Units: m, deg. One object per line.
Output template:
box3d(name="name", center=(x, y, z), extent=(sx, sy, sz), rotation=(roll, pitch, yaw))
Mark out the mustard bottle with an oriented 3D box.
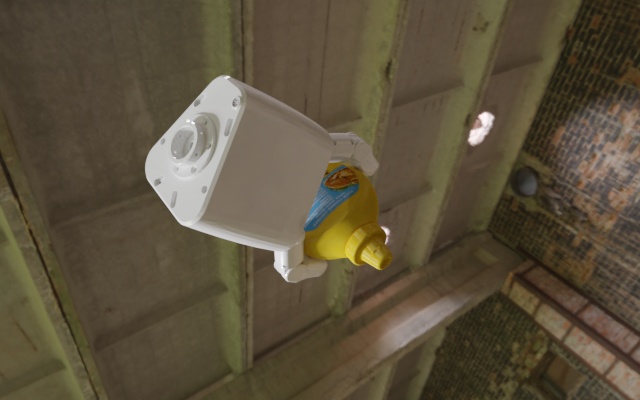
box3d(name="mustard bottle", center=(0.000, 0.002, 0.473), extent=(0.191, 0.096, 0.058), rotation=(42, -12, 36))
